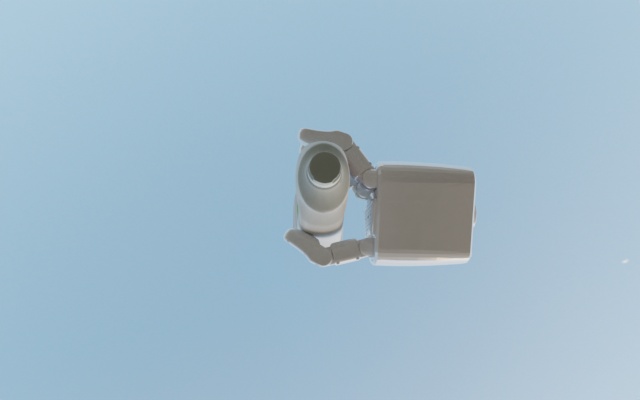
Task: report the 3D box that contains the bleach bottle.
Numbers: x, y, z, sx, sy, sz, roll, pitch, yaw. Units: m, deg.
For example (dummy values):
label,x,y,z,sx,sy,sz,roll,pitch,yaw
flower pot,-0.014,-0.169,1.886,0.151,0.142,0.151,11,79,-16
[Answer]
label,x,y,z,sx,sy,sz,roll,pitch,yaw
bleach bottle,0.000,0.002,0.538,0.068,0.102,0.251,-1,-10,-2
